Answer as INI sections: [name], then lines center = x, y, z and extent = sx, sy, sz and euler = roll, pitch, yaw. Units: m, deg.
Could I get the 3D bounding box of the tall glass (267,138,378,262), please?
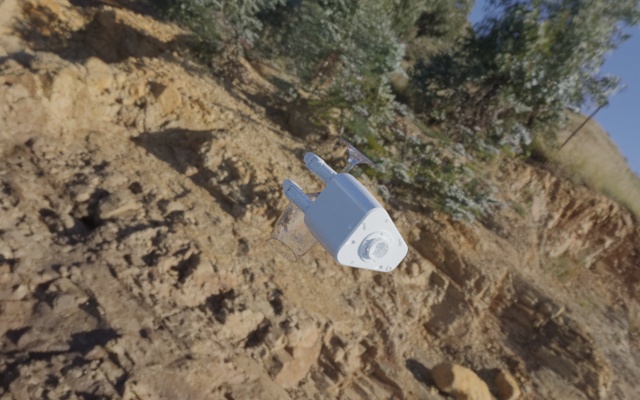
[tall glass]
center = 0.001, 0.002, 0.758
extent = 0.079, 0.201, 0.079
euler = 38, 7, -6
